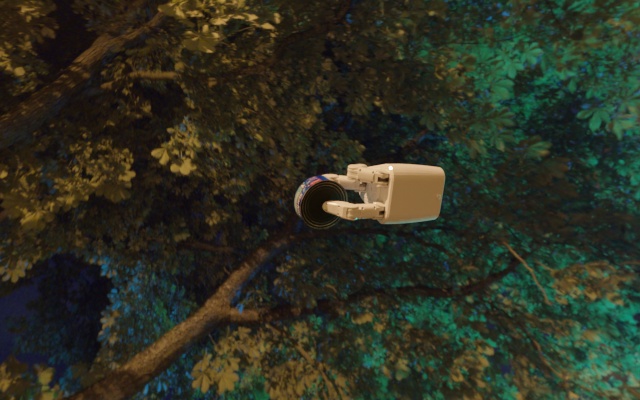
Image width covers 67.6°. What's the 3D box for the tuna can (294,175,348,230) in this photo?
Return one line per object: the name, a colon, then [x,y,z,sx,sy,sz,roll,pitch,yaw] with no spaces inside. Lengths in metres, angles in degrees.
tuna can: [0.000,0.002,0.791,0.086,0.086,0.033,0,19,-26]
